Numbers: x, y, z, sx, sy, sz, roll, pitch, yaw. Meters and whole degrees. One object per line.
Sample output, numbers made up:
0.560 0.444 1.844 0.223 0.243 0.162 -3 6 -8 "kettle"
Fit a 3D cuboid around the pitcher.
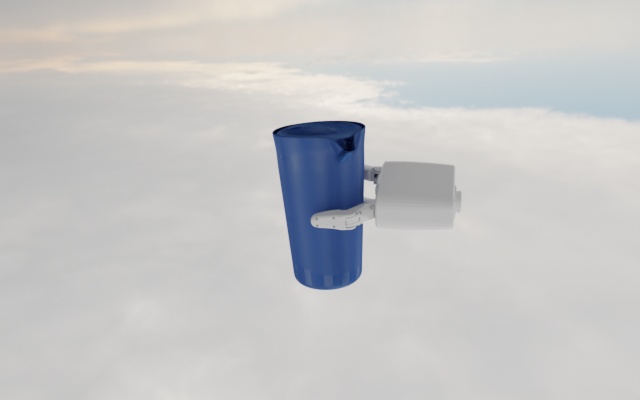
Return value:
0.000 0.002 0.724 0.145 0.243 0.149 2 19 15 "pitcher"
